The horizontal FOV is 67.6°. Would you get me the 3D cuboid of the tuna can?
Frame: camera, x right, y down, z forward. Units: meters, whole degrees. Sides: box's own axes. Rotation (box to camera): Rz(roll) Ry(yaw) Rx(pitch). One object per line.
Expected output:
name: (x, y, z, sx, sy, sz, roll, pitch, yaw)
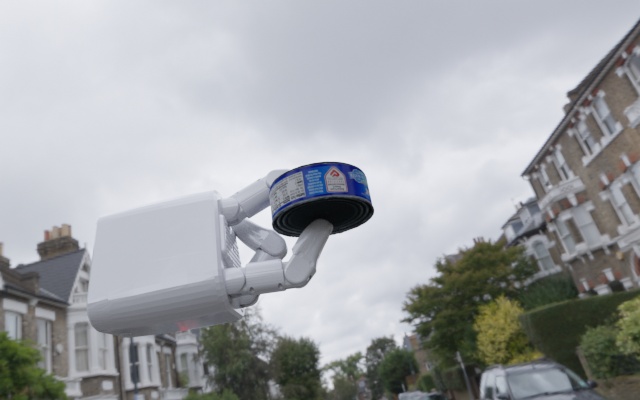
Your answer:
tuna can: (0.000, 0.001, 0.402, 0.086, 0.033, 0.086, -8, -23, -3)
